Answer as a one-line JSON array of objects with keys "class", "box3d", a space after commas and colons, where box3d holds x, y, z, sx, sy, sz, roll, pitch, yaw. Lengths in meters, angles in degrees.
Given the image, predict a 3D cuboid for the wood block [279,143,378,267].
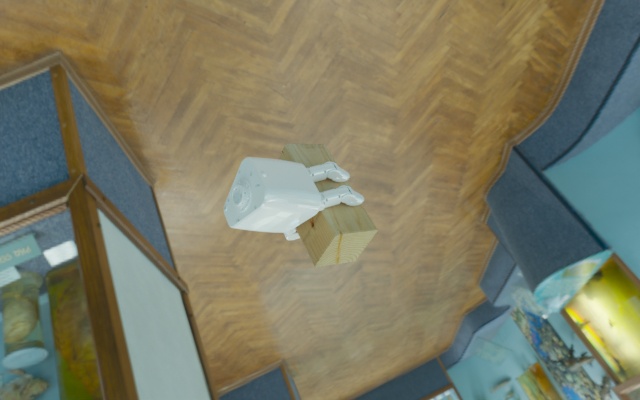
[{"class": "wood block", "box3d": [0.000, 0.003, 0.837, 0.090, 0.206, 0.091, -4, -39, -34]}]
